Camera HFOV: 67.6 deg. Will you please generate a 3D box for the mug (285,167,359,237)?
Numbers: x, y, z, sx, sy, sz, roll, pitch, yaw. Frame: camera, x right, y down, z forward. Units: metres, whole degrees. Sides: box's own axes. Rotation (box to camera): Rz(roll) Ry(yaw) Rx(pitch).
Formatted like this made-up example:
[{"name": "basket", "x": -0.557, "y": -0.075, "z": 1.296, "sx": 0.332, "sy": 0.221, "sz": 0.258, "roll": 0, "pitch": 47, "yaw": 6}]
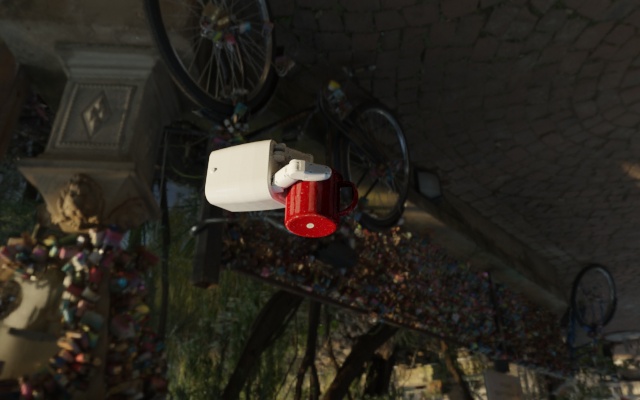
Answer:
[{"name": "mug", "x": 0.002, "y": 0.002, "z": 0.717, "sx": 0.117, "sy": 0.081, "sz": 0.093, "roll": -7, "pitch": -29, "yaw": 16}]
